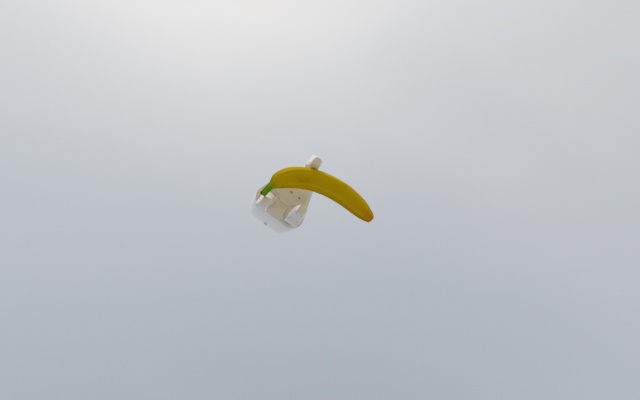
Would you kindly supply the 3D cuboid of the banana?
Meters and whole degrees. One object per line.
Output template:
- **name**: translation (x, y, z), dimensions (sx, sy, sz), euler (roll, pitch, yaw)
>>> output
- **banana**: translation (0.000, -0.016, 0.794), dimensions (0.198, 0.069, 0.037), euler (14, -16, -15)
